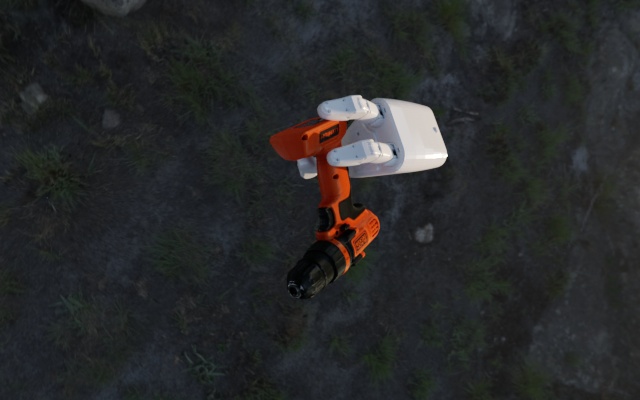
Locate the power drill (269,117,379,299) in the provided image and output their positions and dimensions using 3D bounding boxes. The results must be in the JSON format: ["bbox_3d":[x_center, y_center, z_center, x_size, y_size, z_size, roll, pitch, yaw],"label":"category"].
[{"bbox_3d":[0.000,0.001,0.573,0.057,0.188,0.184,-2,22,33],"label":"power drill"}]
